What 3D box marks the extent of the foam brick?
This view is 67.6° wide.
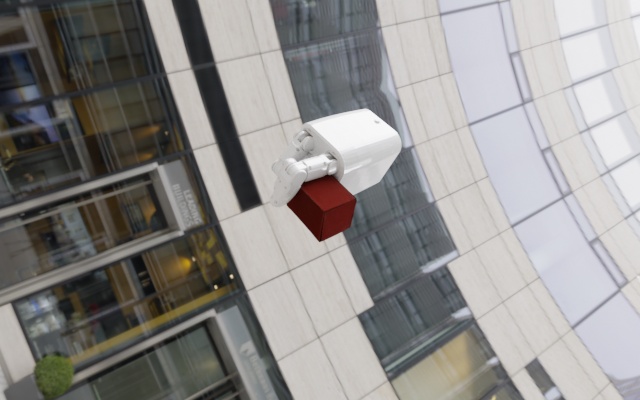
[{"bbox_3d":[0.000,0.002,0.598,0.051,0.053,0.078,-21,50,-30],"label":"foam brick"}]
